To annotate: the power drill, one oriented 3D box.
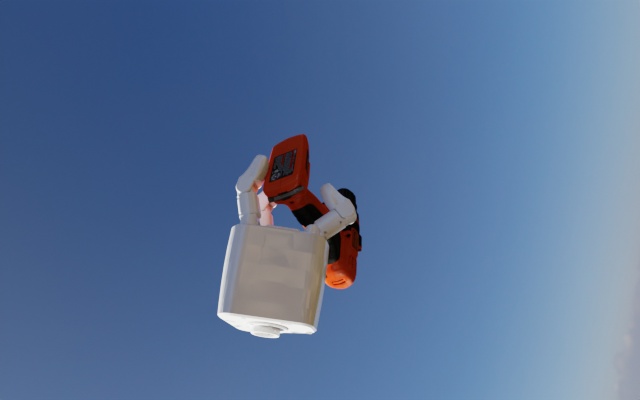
[{"bbox_3d":[0.000,0.002,0.661,0.057,0.188,0.184,-22,37,21],"label":"power drill"}]
